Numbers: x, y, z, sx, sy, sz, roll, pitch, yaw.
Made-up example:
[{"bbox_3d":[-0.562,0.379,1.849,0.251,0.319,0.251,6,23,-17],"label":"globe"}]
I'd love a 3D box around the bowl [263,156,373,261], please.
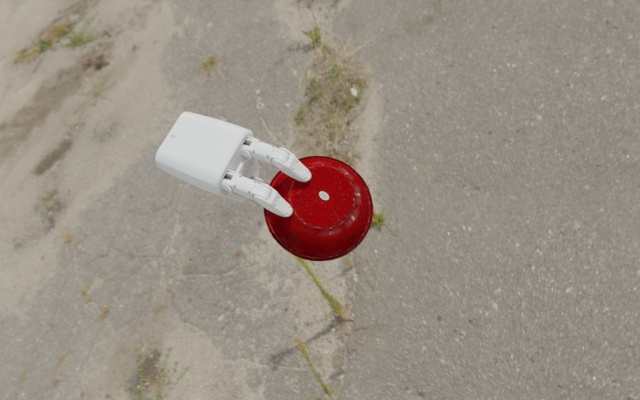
[{"bbox_3d":[0.001,0.002,0.675,0.162,0.162,0.055,0,-17,-6],"label":"bowl"}]
